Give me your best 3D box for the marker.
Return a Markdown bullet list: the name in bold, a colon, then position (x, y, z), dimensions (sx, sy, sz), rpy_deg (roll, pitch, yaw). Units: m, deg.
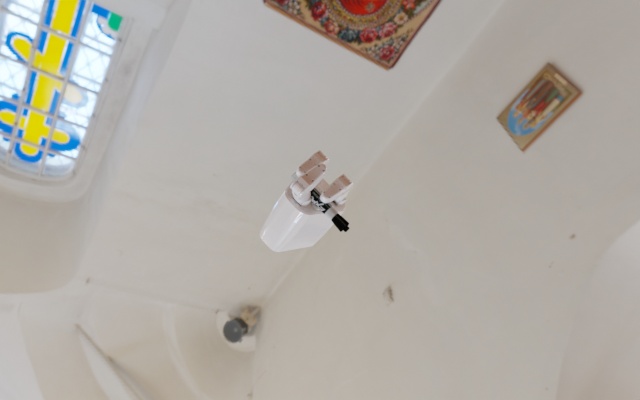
- **marker**: position (0.000, 0.002, 0.732), dimensions (0.020, 0.121, 0.020), rpy_deg (-41, -13, -12)
